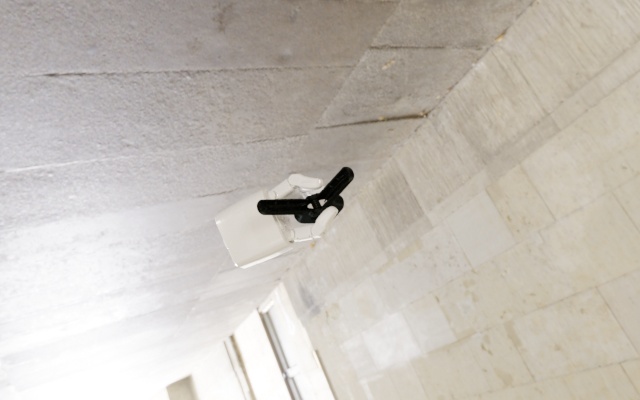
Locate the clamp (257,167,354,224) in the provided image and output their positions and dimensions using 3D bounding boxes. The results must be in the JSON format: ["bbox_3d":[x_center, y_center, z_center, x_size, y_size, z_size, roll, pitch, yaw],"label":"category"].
[{"bbox_3d":[0.000,0.004,0.839,0.164,0.036,0.210,-22,-18,12],"label":"clamp"}]
